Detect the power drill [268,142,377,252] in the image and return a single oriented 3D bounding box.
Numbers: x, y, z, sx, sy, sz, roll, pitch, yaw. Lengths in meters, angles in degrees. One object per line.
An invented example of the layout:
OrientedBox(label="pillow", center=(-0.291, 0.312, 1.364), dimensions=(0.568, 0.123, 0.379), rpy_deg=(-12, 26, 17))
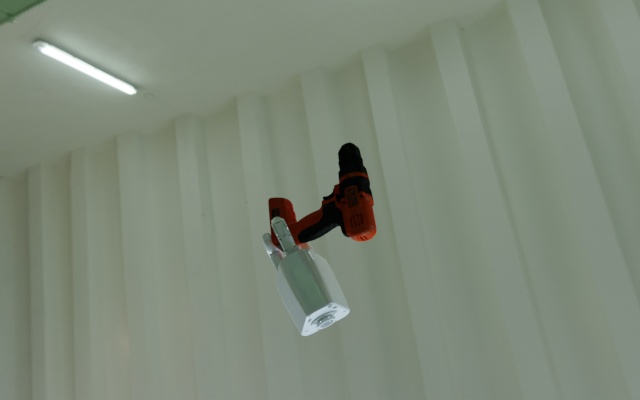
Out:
OrientedBox(label="power drill", center=(0.000, 0.003, 0.830), dimensions=(0.188, 0.184, 0.057), rpy_deg=(-21, -33, 23))
